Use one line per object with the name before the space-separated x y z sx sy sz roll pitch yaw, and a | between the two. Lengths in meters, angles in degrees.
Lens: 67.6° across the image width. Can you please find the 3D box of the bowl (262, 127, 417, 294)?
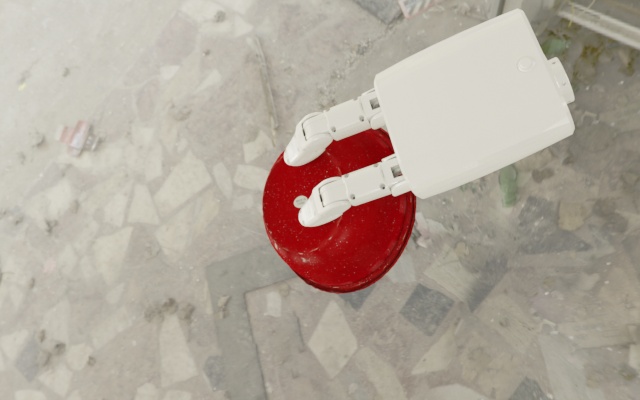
bowl | -0.001 0.002 0.422 0.162 0.162 0.055 0 -6 38
